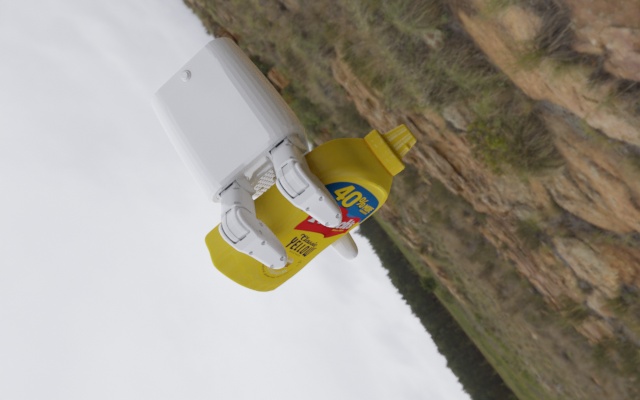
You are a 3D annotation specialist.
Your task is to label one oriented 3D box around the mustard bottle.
[{"bbox_3d":[0.000,0.002,0.410,0.191,0.058,0.096,-39,-37,12],"label":"mustard bottle"}]
